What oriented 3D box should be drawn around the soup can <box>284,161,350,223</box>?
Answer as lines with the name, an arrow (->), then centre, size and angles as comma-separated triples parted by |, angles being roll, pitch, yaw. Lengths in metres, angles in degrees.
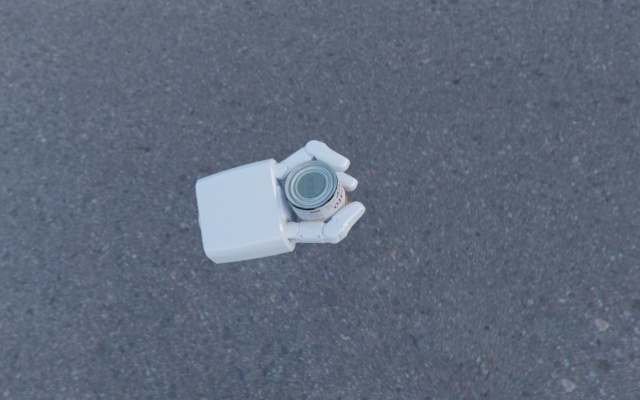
soup can -> 0.001, 0.002, 0.606 | 0.068, 0.068, 0.102 | 0, -26, 16
